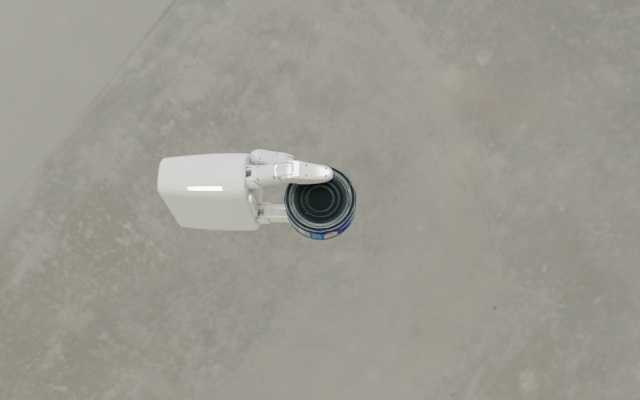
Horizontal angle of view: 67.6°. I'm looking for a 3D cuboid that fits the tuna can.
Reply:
[{"bbox_3d":[0.000,0.002,0.568,0.086,0.086,0.034,0,-18,2],"label":"tuna can"}]
